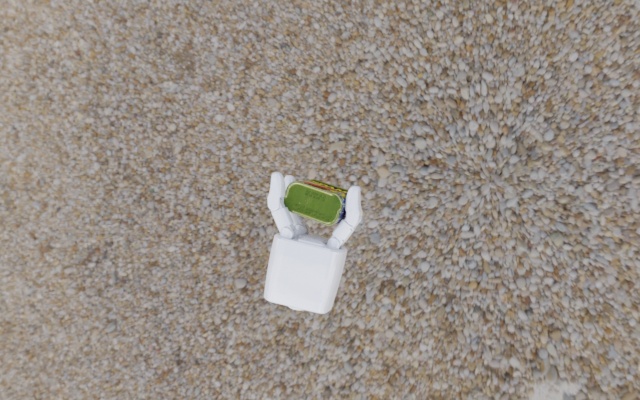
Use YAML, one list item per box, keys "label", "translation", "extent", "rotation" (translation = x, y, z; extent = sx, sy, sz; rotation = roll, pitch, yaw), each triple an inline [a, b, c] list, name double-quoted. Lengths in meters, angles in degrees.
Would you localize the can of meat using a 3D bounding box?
- label: "can of meat"
  translation: [0.000, 0.003, 0.777]
  extent: [0.102, 0.057, 0.084]
  rotation: [19, 9, 18]
